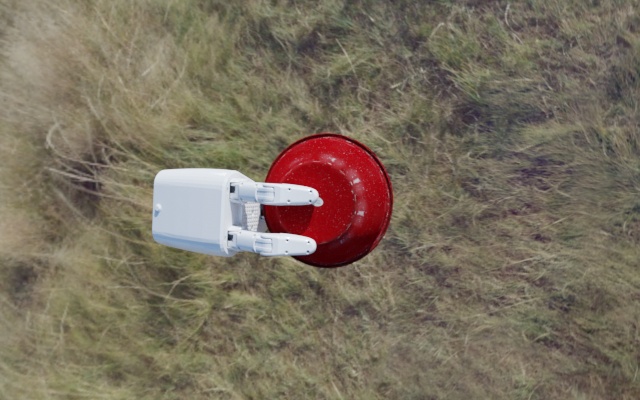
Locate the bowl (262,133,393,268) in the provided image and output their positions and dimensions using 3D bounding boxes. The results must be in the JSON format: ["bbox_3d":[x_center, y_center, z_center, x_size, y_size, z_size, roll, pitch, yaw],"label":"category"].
[{"bbox_3d":[0.001,0.002,0.545,0.162,0.162,0.055,0,2,13],"label":"bowl"}]
